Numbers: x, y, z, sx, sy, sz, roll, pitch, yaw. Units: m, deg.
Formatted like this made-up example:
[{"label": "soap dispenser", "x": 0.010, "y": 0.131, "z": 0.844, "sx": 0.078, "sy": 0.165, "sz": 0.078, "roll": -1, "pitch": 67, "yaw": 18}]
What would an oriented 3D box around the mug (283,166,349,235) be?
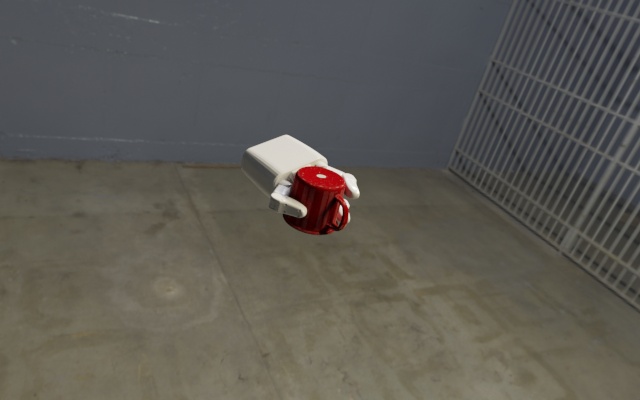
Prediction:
[{"label": "mug", "x": 0.001, "y": 0.003, "z": 0.757, "sx": 0.093, "sy": 0.081, "sz": 0.117, "roll": -11, "pitch": 36, "yaw": -41}]
